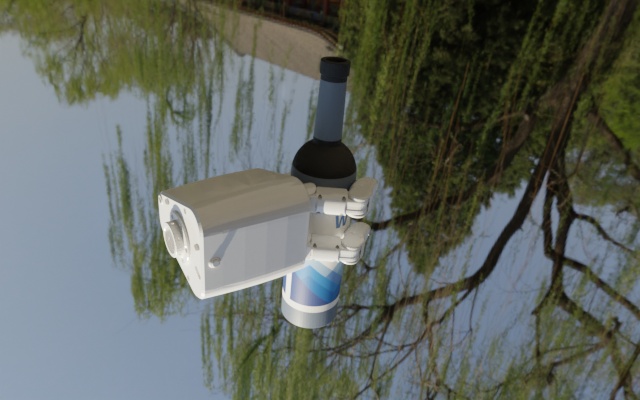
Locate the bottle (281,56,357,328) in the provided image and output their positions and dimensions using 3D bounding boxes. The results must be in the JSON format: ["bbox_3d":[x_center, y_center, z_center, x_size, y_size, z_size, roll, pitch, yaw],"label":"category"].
[{"bbox_3d":[0.000,0.002,0.500,0.069,0.296,0.069,5,29,-3],"label":"bottle"}]
